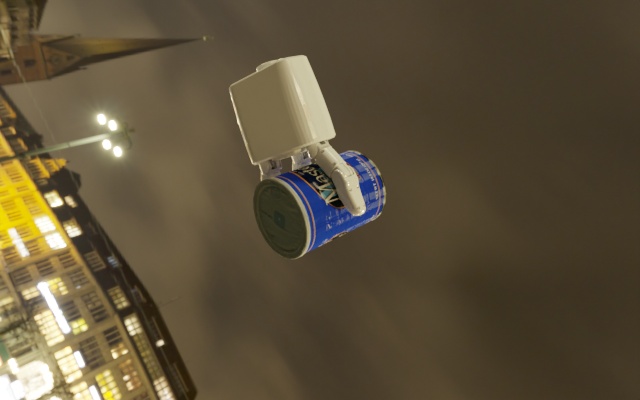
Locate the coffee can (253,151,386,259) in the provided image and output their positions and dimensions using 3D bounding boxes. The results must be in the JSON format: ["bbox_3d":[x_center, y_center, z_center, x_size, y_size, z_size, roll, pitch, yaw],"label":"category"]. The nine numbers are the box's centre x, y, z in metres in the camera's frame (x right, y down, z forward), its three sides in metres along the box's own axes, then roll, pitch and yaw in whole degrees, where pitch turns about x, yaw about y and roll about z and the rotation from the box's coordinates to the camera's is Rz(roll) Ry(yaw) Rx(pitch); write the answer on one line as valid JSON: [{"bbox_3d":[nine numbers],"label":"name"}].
[{"bbox_3d":[0.000,0.002,0.614,0.140,0.103,0.103,-23,14,-38],"label":"coffee can"}]
